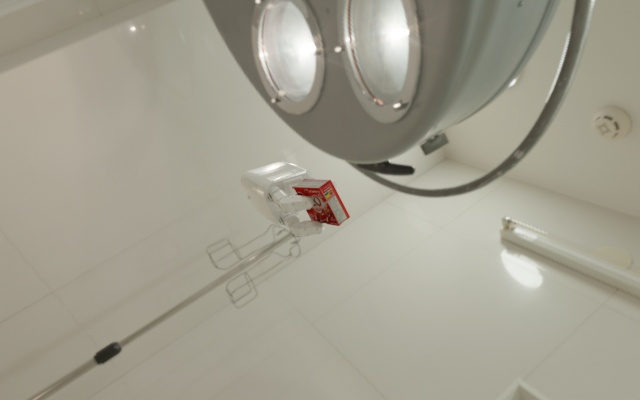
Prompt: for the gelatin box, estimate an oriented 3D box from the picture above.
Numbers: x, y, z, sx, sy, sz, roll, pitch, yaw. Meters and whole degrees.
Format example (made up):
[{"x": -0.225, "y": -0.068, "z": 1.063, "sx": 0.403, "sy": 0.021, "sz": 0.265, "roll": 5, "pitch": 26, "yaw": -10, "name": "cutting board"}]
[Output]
[{"x": 0.001, "y": 0.002, "z": 0.795, "sx": 0.030, "sy": 0.073, "sz": 0.089, "roll": -37, "pitch": 21, "yaw": -25, "name": "gelatin box"}]
